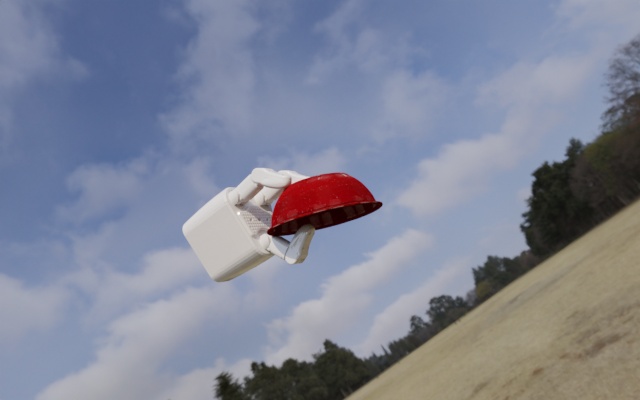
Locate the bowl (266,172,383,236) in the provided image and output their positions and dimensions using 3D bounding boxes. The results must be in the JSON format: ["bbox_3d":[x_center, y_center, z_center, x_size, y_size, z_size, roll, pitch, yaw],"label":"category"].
[{"bbox_3d":[0.001,0.001,0.651,0.162,0.055,0.162,-13,-10,-2],"label":"bowl"}]
